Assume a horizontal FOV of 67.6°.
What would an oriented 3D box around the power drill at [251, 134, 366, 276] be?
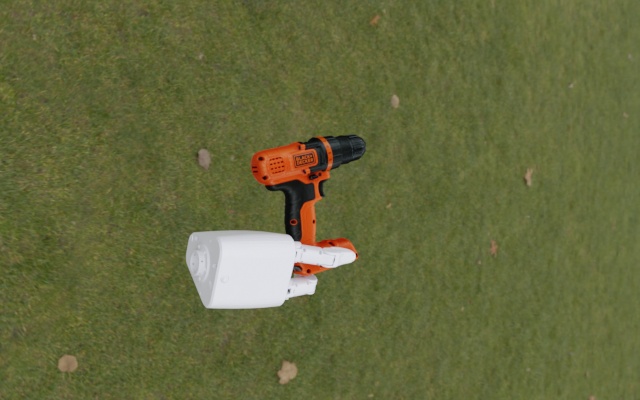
[{"bbox_3d":[0.000,0.003,0.695,0.184,0.187,0.057,-15,8,-28],"label":"power drill"}]
